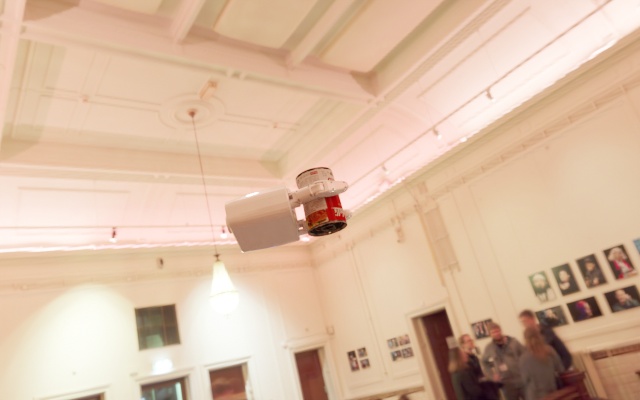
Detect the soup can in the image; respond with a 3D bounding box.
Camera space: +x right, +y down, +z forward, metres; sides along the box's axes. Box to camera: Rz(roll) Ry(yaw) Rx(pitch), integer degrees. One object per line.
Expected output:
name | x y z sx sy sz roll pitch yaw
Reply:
soup can | 0.001 0.002 0.812 0.068 0.102 0.068 -13 -20 -5
